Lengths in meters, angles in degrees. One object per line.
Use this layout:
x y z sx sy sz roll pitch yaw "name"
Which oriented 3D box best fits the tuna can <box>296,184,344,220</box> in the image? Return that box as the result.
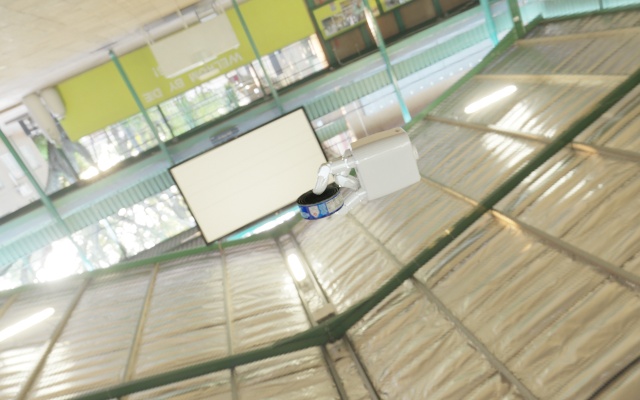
0.000 0.003 0.893 0.086 0.034 0.086 -17 20 6 "tuna can"
